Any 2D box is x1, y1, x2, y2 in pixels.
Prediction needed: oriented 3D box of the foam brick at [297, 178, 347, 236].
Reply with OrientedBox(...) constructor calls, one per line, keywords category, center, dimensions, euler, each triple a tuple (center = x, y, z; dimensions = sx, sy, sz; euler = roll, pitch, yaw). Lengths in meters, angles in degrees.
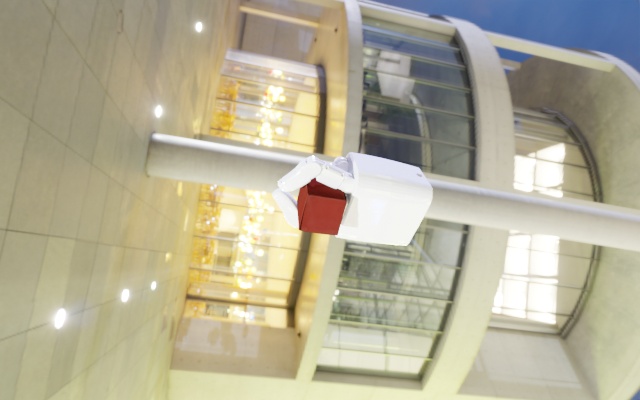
OrientedBox(category="foam brick", center=(0.000, 0.002, 0.617), dimensions=(0.051, 0.053, 0.078), euler=(10, 26, -10))
